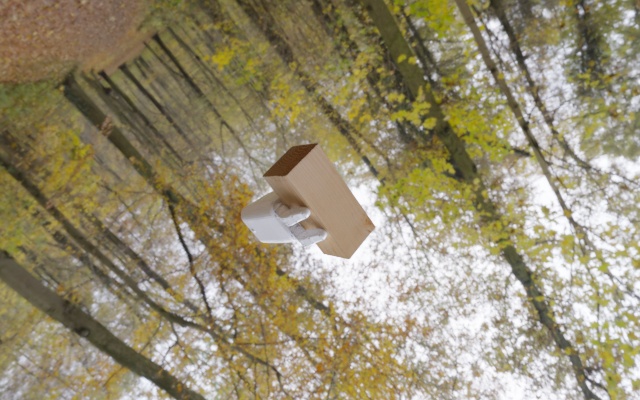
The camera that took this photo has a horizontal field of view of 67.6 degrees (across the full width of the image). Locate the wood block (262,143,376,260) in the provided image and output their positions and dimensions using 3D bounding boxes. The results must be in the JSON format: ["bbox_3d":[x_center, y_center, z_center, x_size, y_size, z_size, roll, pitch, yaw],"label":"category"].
[{"bbox_3d":[0.000,0.003,0.895,0.090,0.206,0.090,-48,27,-24],"label":"wood block"}]
